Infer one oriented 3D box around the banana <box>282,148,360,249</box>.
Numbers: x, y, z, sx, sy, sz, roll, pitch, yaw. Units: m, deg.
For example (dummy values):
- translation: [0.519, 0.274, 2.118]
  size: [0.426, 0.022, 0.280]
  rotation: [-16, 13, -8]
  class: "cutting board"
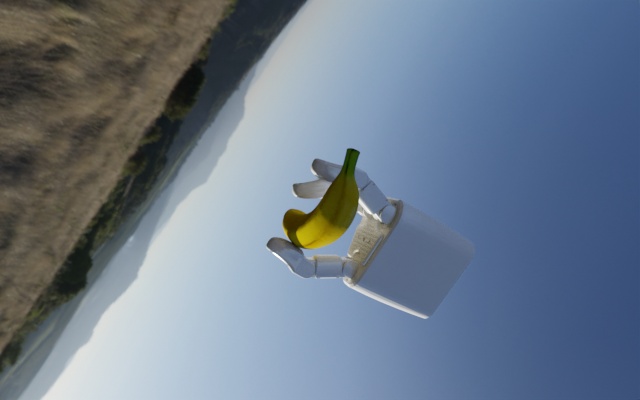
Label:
- translation: [-0.003, 0.017, 0.490]
  size: [0.037, 0.069, 0.198]
  rotation: [21, -25, -15]
  class: "banana"
